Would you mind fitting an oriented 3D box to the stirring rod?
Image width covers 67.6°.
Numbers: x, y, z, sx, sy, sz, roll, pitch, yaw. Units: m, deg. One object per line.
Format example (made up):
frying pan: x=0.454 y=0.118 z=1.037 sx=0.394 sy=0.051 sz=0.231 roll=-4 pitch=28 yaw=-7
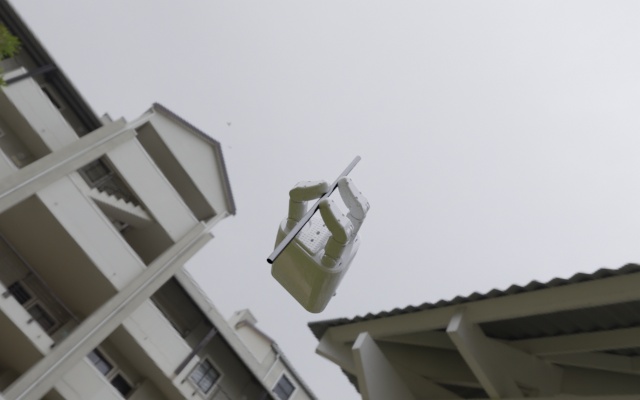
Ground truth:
stirring rod: x=0.000 y=0.002 z=0.594 sx=0.011 sy=0.011 sz=0.239 roll=0 pitch=31 yaw=32
